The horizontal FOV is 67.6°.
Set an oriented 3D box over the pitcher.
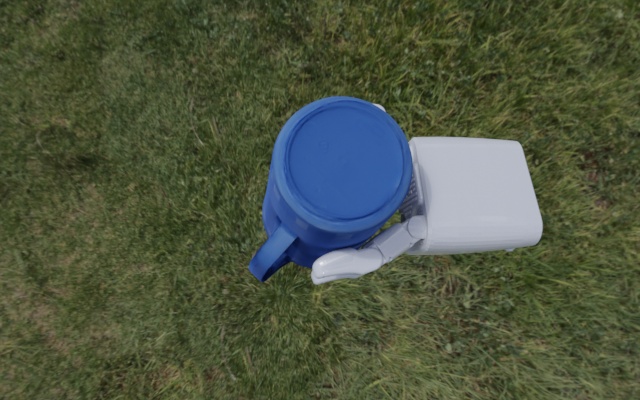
[{"bbox_3d":[0.000,0.001,0.467,0.145,0.149,0.243,0,-11,-5],"label":"pitcher"}]
